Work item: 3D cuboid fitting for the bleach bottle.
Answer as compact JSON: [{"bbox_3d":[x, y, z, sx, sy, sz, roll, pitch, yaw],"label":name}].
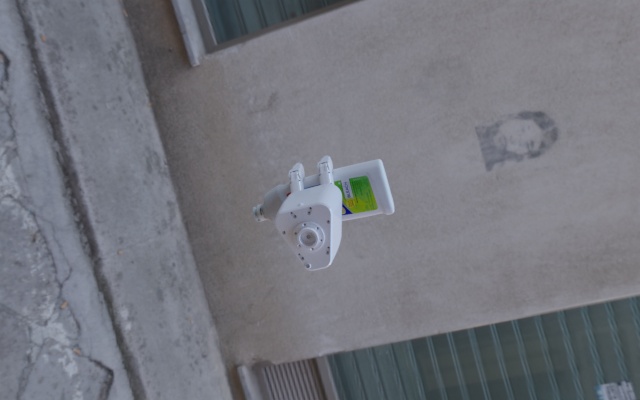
[{"bbox_3d":[0.000,0.003,0.870,0.251,0.102,0.068,-15,13,12],"label":"bleach bottle"}]
